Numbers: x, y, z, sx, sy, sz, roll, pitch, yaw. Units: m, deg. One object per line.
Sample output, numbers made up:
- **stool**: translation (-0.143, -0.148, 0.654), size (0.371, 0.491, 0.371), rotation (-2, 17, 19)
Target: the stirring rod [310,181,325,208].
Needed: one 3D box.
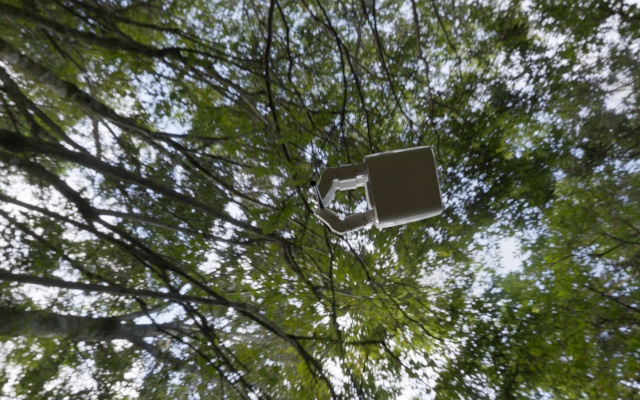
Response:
- **stirring rod**: translation (0.000, 0.002, 0.724), size (0.011, 0.011, 0.239), rotation (0, -11, 5)
